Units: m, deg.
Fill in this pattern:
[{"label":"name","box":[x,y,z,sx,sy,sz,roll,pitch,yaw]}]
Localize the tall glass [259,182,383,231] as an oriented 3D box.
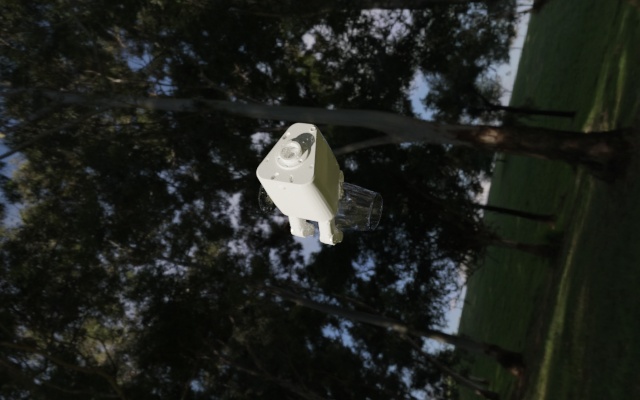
[{"label":"tall glass","box":[0.000,0.003,0.802,0.201,0.079,0.079,10,4,24]}]
